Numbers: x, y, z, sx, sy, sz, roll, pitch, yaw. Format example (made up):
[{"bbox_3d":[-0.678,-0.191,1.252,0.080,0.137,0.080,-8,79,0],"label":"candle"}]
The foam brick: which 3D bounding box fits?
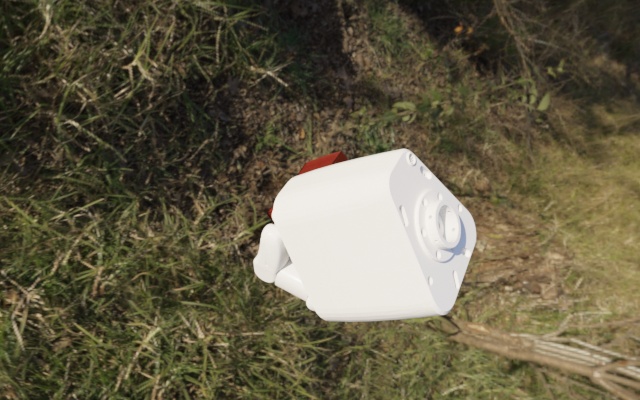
[{"bbox_3d":[0.000,0.001,0.438,0.051,0.053,0.078,-16,30,44],"label":"foam brick"}]
